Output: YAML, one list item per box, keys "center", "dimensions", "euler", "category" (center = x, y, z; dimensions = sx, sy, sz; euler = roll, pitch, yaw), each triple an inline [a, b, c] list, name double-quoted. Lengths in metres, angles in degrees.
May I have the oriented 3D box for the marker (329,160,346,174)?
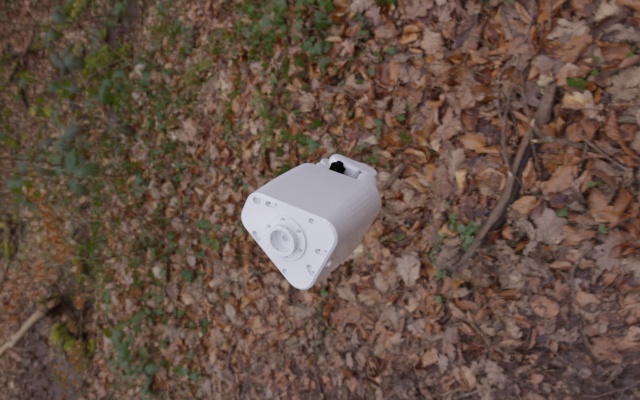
- center: [0.000, 0.002, 0.588]
  dimensions: [0.020, 0.121, 0.020]
  euler: [19, 32, -13]
  category: "marker"
